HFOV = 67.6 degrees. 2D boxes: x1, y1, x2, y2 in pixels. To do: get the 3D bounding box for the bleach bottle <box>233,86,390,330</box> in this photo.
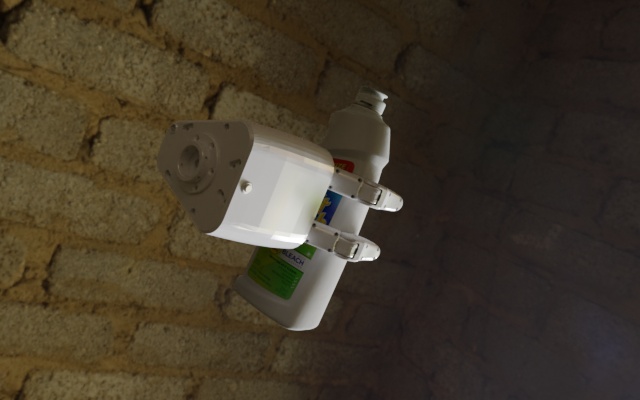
[{"bbox_3d":[0.000,0.002,0.500,0.102,0.251,0.068,27,7,35],"label":"bleach bottle"}]
